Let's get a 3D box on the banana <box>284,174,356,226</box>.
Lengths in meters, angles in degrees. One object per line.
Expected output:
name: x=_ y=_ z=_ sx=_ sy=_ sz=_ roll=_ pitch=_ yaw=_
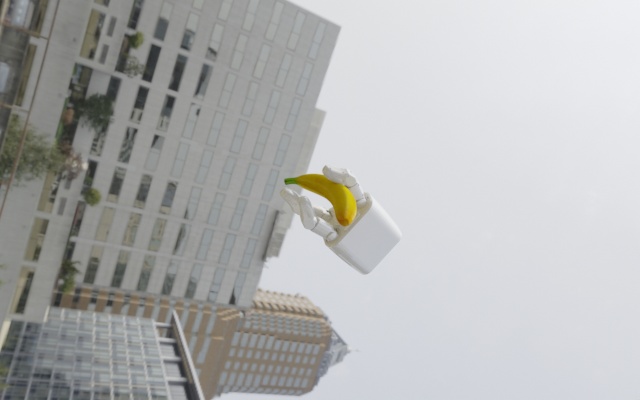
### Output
banana: x=0.014 y=-0.007 z=0.790 sx=0.069 sy=0.037 sz=0.197 roll=-29 pitch=32 yaw=-20
